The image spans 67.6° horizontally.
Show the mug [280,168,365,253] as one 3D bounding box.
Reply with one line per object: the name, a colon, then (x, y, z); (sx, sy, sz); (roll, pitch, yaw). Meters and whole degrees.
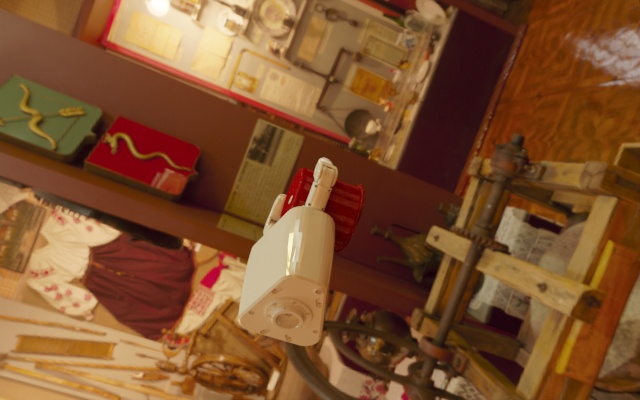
mug: (0.000, 0.001, 0.610); (0.081, 0.093, 0.117); (20, 35, -12)
